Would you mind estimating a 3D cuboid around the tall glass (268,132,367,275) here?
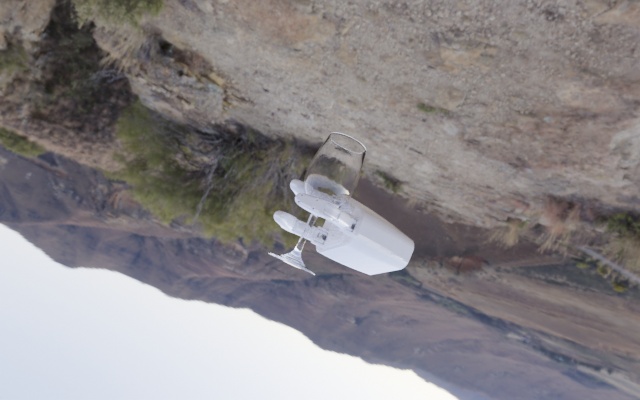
[{"bbox_3d":[0.000,0.003,0.699,0.079,0.201,0.079,24,-9,4],"label":"tall glass"}]
